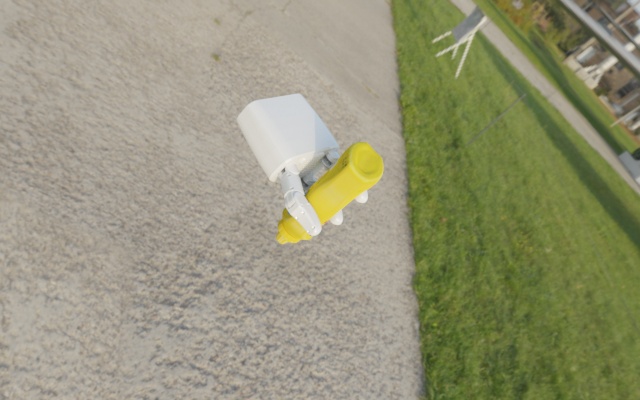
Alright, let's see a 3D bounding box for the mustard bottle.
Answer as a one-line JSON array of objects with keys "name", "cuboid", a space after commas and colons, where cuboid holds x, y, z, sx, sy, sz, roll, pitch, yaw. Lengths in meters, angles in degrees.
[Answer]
[{"name": "mustard bottle", "cuboid": [0.000, 0.002, 0.663, 0.192, 0.058, 0.096, -42, 7, 31]}]
